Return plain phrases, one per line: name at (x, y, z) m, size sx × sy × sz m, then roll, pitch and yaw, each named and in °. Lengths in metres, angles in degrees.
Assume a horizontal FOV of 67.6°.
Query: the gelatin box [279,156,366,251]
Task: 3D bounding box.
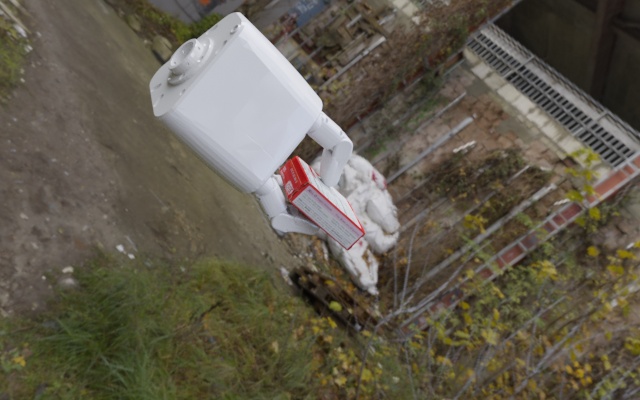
gelatin box at (0.001, 0.001, 0.493) m, size 0.089 × 0.030 × 0.073 m, roll 41°, pitch 12°, yaw -26°
